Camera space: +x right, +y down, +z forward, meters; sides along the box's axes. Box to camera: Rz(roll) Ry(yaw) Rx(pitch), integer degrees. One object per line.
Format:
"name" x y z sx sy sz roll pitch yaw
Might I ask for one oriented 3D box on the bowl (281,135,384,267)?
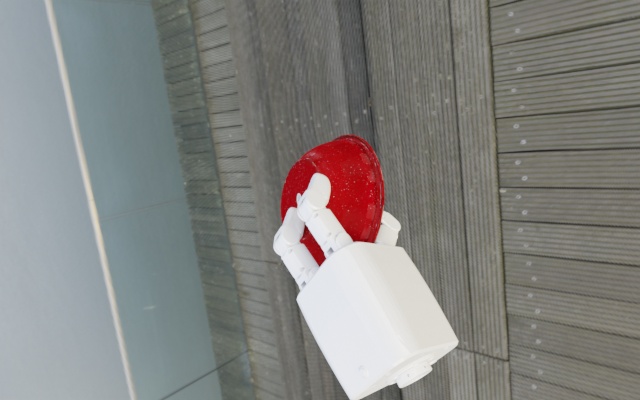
"bowl" -0.001 0.001 0.536 0.055 0.162 0.162 7 -4 -31
